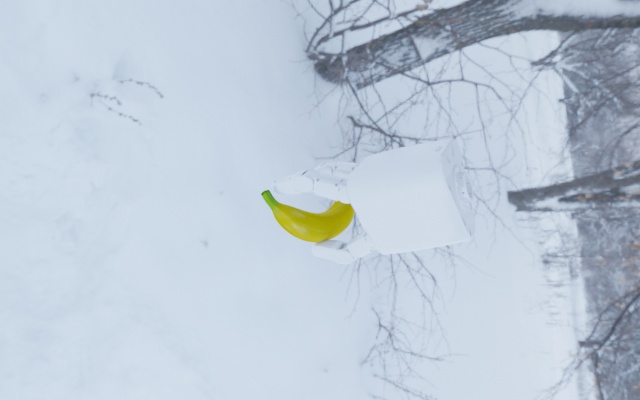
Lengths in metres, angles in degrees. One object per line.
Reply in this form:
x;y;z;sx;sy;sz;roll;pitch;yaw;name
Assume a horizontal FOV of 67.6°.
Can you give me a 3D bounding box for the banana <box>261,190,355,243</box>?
0.002;0.020;0.628;0.037;0.069;0.198;-15;-10;31;banana
